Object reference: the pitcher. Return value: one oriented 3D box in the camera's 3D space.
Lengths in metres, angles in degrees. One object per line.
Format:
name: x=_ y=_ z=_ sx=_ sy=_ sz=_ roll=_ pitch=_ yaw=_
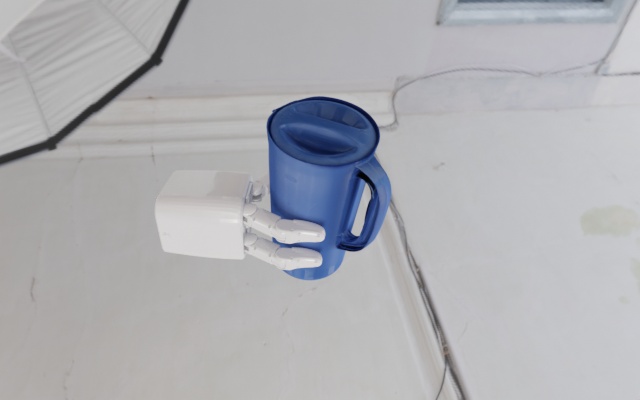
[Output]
pitcher: x=0.000 y=0.002 z=0.629 sx=0.145 sy=0.149 sz=0.243 roll=3 pitch=-45 yaw=-4
